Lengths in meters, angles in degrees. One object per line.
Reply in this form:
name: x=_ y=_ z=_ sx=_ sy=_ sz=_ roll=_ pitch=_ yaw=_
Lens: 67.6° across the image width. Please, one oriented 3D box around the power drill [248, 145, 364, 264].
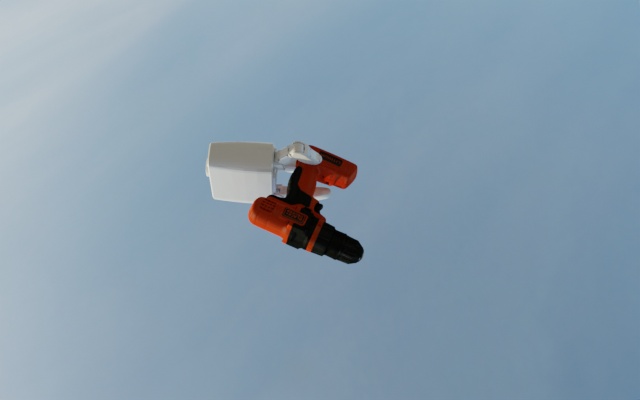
power drill: x=0.000 y=0.002 z=0.766 sx=0.184 sy=0.187 sz=0.057 roll=25 pitch=-45 yaw=0
